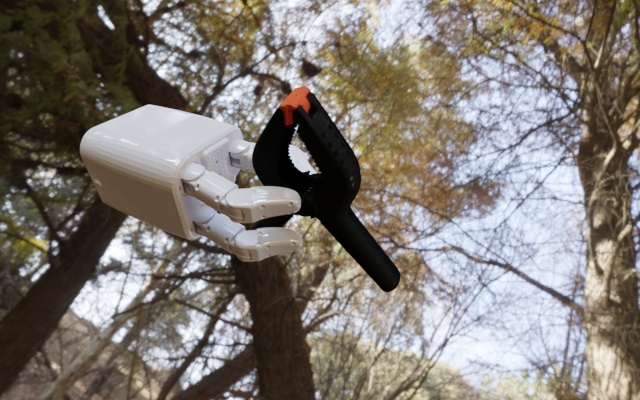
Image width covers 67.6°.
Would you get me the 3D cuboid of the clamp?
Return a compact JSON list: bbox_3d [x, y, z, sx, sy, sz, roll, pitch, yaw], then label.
[{"bbox_3d":[0.000,0.000,0.417,0.164,0.210,0.036,17,49,14],"label":"clamp"}]
